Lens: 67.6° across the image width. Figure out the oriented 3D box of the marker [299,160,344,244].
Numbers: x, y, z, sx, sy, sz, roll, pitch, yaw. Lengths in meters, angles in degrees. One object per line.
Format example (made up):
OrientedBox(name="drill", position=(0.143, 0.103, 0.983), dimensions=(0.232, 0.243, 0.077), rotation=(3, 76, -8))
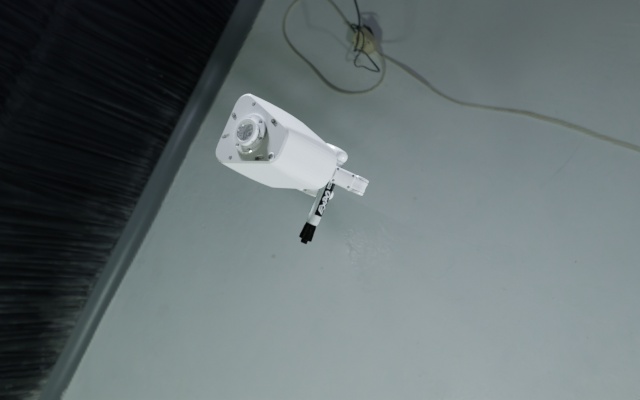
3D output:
OrientedBox(name="marker", position=(0.000, 0.002, 0.649), dimensions=(0.020, 0.121, 0.020), rotation=(23, 0, 0))
